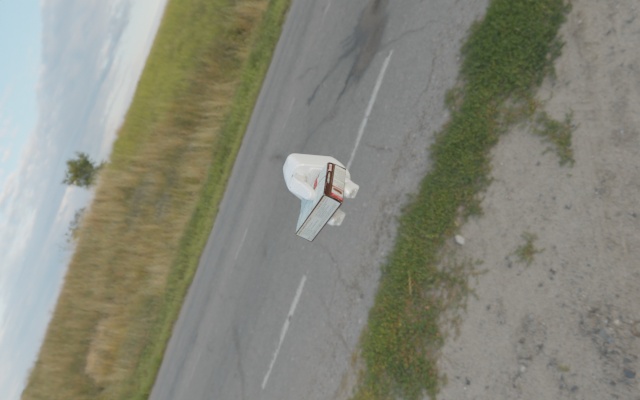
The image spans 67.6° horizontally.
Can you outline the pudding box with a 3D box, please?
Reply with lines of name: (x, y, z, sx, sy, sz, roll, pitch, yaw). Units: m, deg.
pudding box: (0.000, 0.003, 0.818, 0.039, 0.090, 0.113, 22, -49, -14)
